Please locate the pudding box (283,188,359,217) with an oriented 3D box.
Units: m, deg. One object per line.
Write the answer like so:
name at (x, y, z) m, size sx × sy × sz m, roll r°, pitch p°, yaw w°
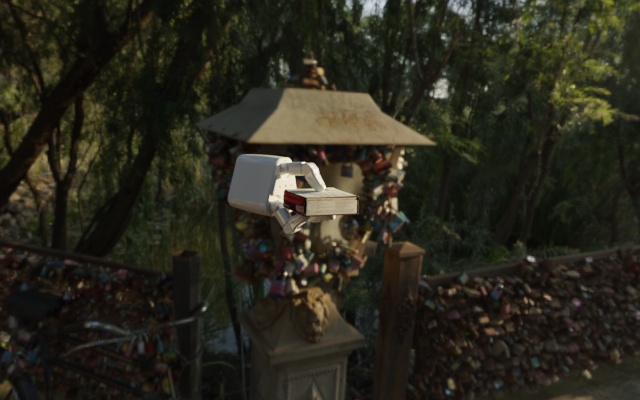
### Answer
pudding box at (0.000, 0.003, 0.871) m, size 0.113 × 0.039 × 0.090 m, roll -4°, pitch 13°, yaw -29°
